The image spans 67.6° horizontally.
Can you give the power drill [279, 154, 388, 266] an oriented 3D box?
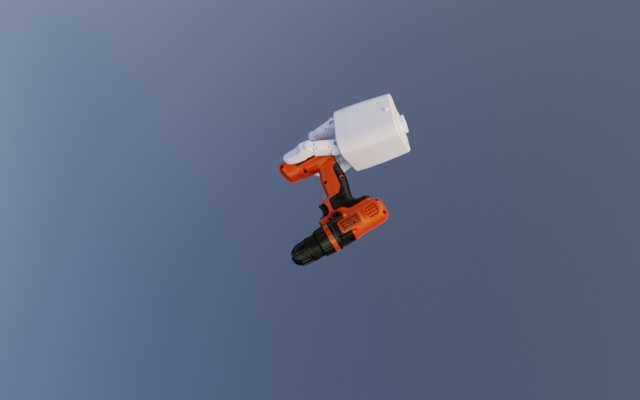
[{"bbox_3d":[0.000,0.002,0.848,0.184,0.187,0.057,-29,-20,-2],"label":"power drill"}]
